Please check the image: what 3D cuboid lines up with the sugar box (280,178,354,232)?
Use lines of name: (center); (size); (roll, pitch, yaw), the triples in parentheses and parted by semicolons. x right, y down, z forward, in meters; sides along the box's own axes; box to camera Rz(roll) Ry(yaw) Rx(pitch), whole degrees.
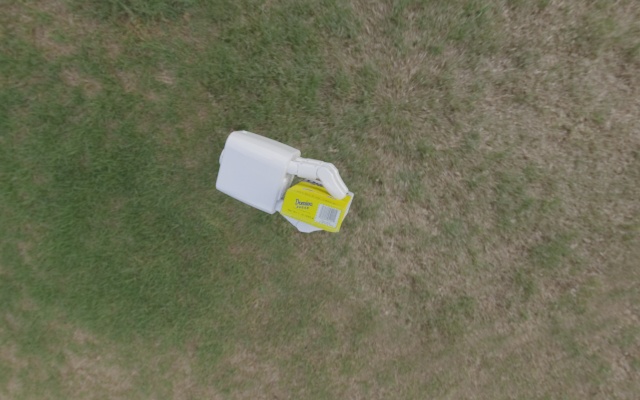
sugar box: (0.000, 0.002, 0.787); (0.093, 0.048, 0.176); (19, 13, 4)
